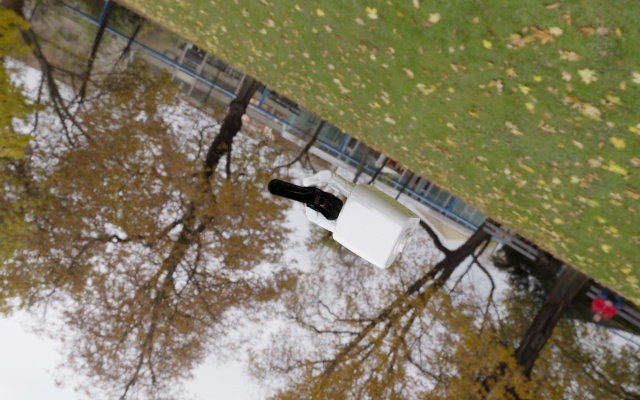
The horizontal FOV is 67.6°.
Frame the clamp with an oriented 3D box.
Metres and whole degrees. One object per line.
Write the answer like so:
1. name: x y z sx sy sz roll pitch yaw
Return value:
1. clamp: 0.000 0.003 0.781 0.120 0.039 0.171 32 12 23
